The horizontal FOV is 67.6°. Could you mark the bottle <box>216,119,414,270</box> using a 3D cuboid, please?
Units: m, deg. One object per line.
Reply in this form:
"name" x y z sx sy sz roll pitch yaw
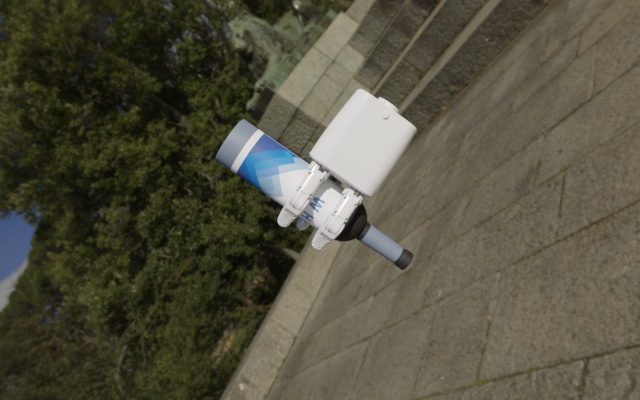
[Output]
"bottle" 0.000 0.002 0.648 0.296 0.069 0.069 35 -4 -5
